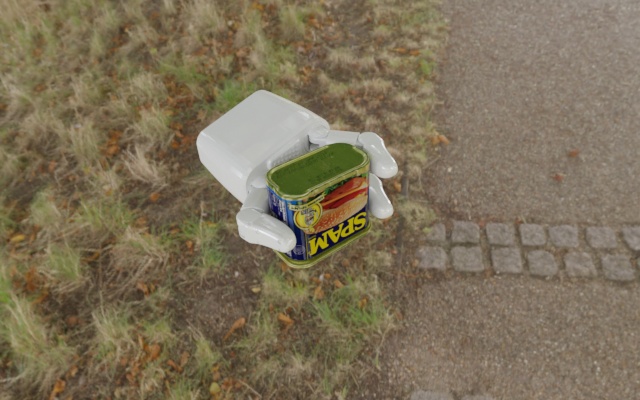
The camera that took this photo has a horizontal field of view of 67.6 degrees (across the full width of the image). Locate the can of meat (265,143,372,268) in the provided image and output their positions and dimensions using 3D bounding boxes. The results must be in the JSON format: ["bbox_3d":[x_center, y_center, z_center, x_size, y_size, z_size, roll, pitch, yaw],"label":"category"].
[{"bbox_3d":[0.000,0.001,0.451,0.102,0.084,0.057,-26,44,-26],"label":"can of meat"}]
